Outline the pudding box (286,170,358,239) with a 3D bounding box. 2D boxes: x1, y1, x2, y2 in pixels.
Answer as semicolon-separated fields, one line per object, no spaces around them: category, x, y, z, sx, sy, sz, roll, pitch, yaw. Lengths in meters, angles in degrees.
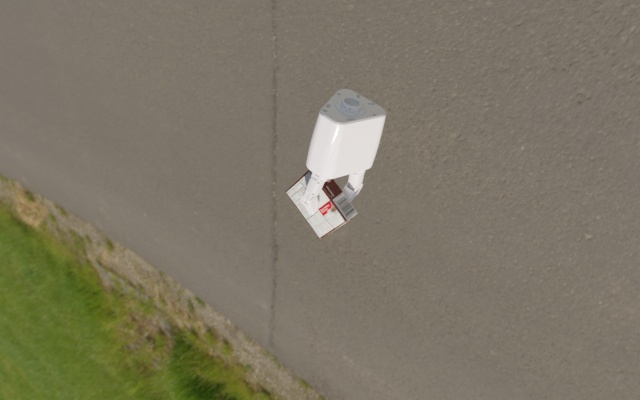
pudding box;0.000;0.003;0.853;0.039;0.113;0.090;-34;-2;-40
